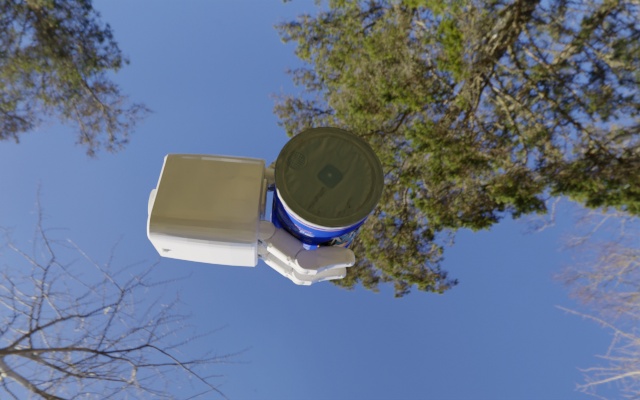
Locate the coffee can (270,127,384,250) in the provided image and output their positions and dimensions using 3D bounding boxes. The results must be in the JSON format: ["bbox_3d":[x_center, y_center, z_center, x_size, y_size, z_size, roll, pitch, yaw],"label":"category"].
[{"bbox_3d":[0.000,0.002,0.503,0.103,0.102,0.140,0,-21,-8],"label":"coffee can"}]
